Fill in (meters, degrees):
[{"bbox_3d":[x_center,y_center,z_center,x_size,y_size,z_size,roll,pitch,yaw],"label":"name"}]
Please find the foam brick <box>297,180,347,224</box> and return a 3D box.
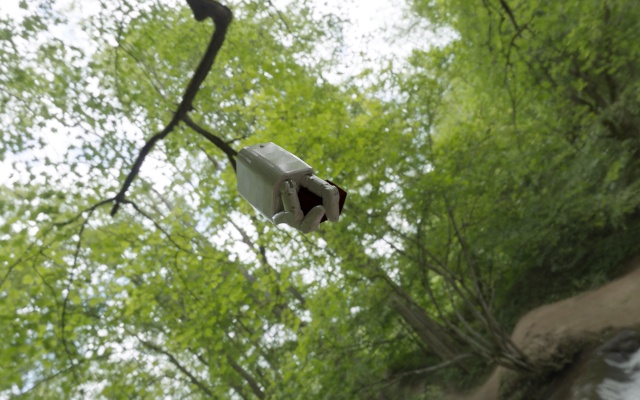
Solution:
[{"bbox_3d":[0.000,0.003,0.846,0.051,0.053,0.078,35,32,28],"label":"foam brick"}]
